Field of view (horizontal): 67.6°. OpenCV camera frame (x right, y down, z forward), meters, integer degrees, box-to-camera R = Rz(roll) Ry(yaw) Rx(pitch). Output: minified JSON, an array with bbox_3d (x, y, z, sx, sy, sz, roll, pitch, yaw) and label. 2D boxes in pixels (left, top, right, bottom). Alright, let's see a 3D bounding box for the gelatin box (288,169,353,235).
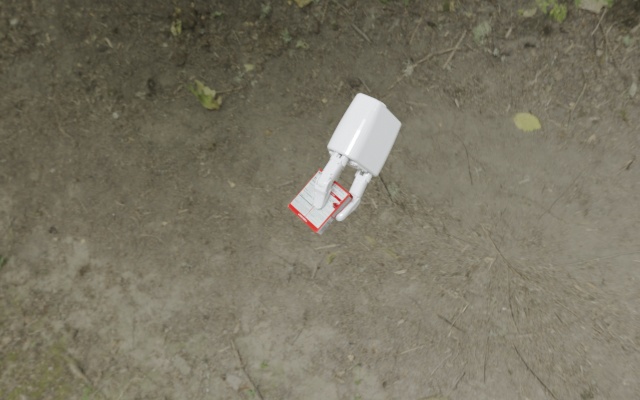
[{"bbox_3d":[0.000,0.003,0.820,0.073,0.089,0.030,41,0,22],"label":"gelatin box"}]
